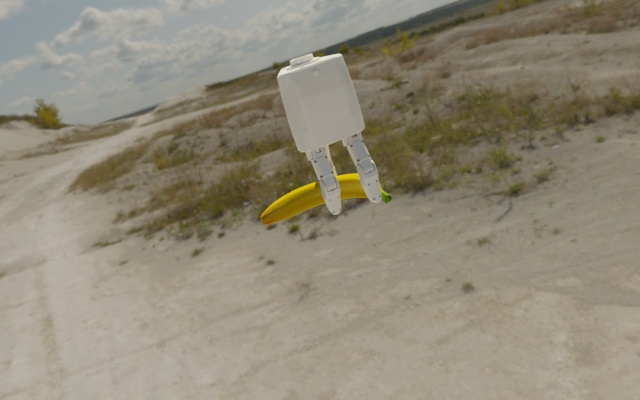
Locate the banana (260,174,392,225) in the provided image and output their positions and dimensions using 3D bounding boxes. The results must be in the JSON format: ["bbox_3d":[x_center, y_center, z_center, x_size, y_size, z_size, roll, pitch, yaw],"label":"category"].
[{"bbox_3d":[0.005,-0.007,0.717,0.198,0.037,0.069,-12,24,12],"label":"banana"}]
